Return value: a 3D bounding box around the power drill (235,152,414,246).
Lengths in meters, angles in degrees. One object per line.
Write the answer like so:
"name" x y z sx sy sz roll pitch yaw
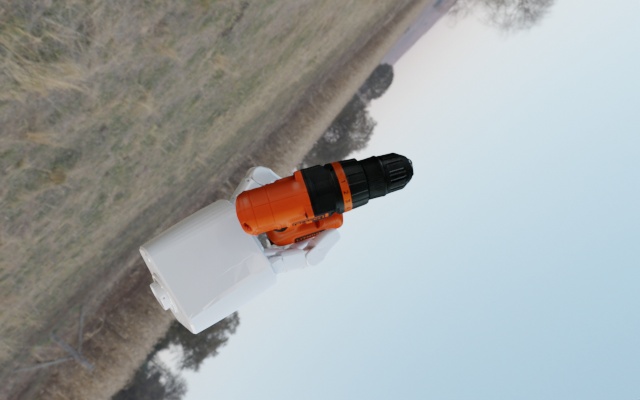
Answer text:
"power drill" 0.000 0.002 0.546 0.184 0.057 0.188 -14 -10 -8
